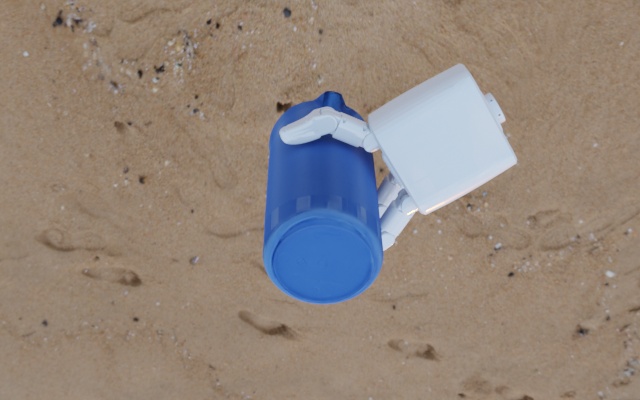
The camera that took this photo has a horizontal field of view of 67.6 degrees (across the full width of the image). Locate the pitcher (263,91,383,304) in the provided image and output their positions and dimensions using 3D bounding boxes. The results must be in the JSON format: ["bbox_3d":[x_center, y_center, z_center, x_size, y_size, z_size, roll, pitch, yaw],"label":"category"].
[{"bbox_3d":[0.000,0.002,0.524,0.145,0.149,0.242,-29,28,17],"label":"pitcher"}]
